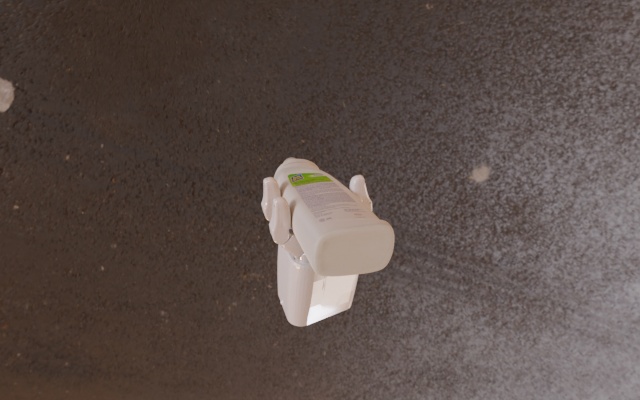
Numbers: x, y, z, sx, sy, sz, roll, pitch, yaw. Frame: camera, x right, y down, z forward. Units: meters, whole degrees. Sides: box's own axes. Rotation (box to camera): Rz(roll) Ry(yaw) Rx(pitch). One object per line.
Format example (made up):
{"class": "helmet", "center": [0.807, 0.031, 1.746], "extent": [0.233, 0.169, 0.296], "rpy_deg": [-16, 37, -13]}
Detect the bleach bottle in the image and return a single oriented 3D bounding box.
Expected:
{"class": "bleach bottle", "center": [0.000, 0.002, 0.639], "extent": [0.102, 0.068, 0.250], "rpy_deg": [-4, 28, -17]}
